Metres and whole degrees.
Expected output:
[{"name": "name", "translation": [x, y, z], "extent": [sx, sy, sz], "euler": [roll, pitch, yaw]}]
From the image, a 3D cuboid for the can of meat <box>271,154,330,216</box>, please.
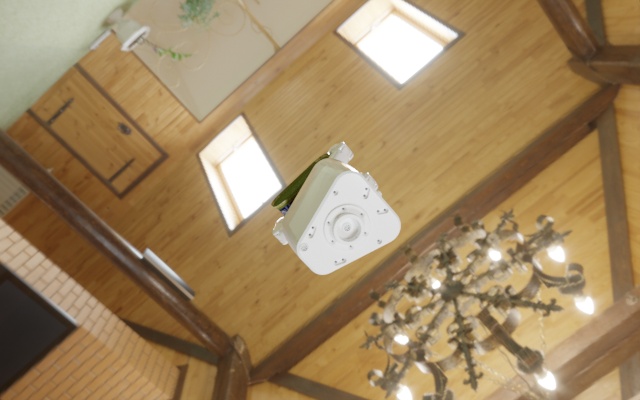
[{"name": "can of meat", "translation": [0.000, 0.002, 0.642], "extent": [0.102, 0.084, 0.057], "euler": [-44, 15, -5]}]
